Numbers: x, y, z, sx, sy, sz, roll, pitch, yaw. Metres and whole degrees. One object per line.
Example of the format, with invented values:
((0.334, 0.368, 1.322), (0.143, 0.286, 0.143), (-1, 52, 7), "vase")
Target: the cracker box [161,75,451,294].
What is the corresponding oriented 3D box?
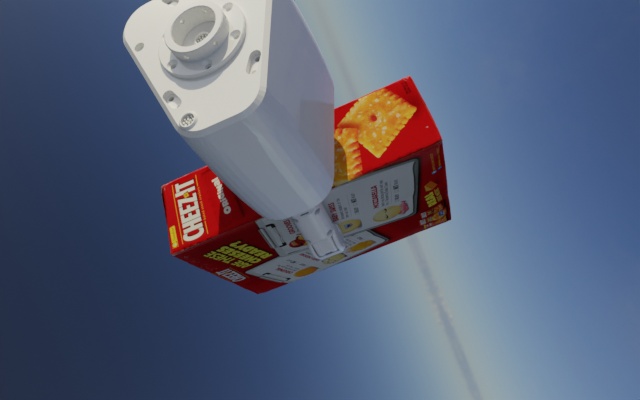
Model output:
((0.000, 0.001, 0.421), (0.214, 0.072, 0.164), (-22, -26, 8), "cracker box")
